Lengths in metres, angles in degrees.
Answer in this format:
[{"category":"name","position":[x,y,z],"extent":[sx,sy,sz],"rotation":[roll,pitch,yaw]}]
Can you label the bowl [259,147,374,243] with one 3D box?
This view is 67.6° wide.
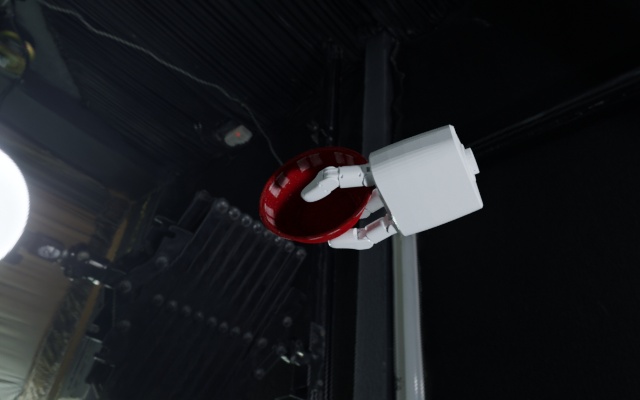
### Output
[{"category":"bowl","position":[-0.001,0.002,0.652],"extent":[0.162,0.162,0.055],"rotation":[0,-39,23]}]
